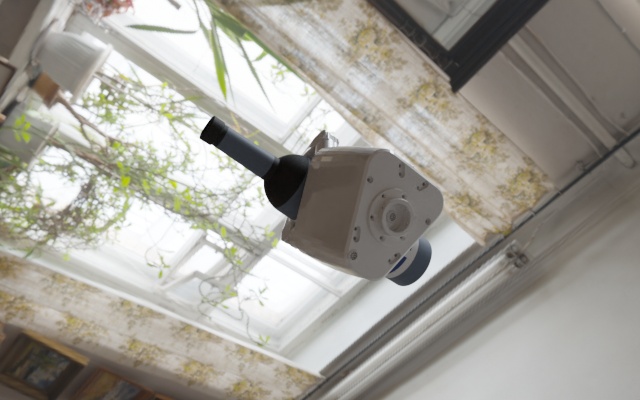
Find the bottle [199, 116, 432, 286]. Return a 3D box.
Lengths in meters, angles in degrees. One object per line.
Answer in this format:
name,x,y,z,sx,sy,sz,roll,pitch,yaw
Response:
bottle,0.000,0.002,0.529,0.296,0.069,0.069,33,-15,-24
